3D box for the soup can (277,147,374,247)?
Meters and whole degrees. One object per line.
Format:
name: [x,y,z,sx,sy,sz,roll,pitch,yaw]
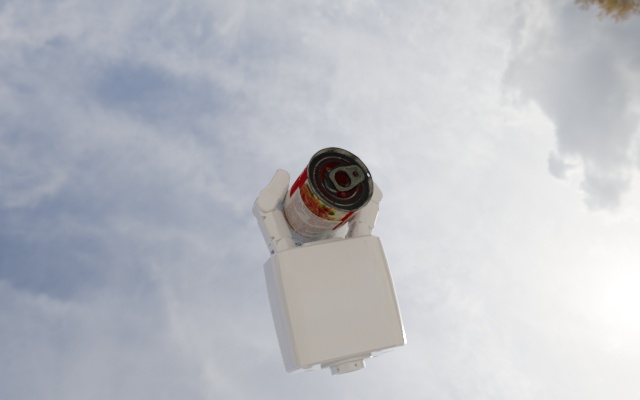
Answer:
soup can: [0.000,0.001,0.483,0.068,0.068,0.102,0,-26,-26]
